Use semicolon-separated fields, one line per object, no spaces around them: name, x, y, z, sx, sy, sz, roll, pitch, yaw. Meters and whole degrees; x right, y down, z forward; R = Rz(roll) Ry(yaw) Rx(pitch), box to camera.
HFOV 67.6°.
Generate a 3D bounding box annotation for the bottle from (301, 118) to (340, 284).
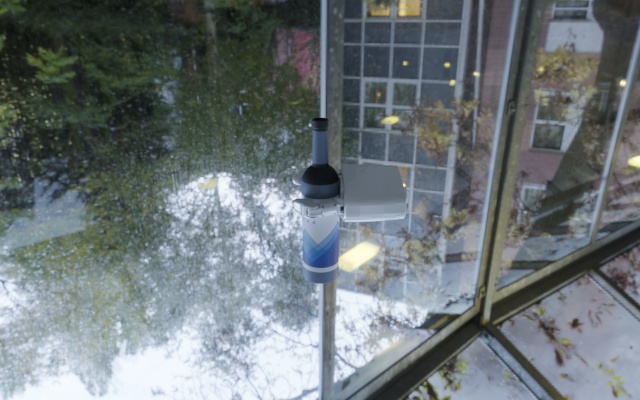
bottle;0.000;0.003;0.839;0.069;0.296;0.069;0;23;0
